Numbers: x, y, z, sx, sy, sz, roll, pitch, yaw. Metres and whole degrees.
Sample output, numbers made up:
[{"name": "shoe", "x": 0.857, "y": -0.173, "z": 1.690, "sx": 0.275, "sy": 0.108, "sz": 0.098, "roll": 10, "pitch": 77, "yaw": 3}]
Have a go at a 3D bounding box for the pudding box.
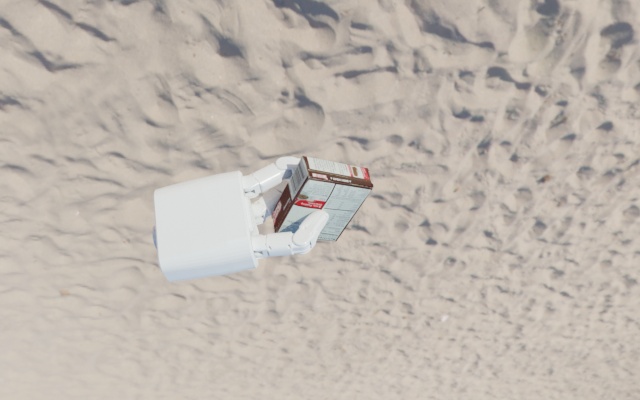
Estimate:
[{"name": "pudding box", "x": 0.000, "y": 0.002, "z": 0.593, "sx": 0.090, "sy": 0.039, "sz": 0.113, "roll": 8, "pitch": -42, "yaw": -25}]
